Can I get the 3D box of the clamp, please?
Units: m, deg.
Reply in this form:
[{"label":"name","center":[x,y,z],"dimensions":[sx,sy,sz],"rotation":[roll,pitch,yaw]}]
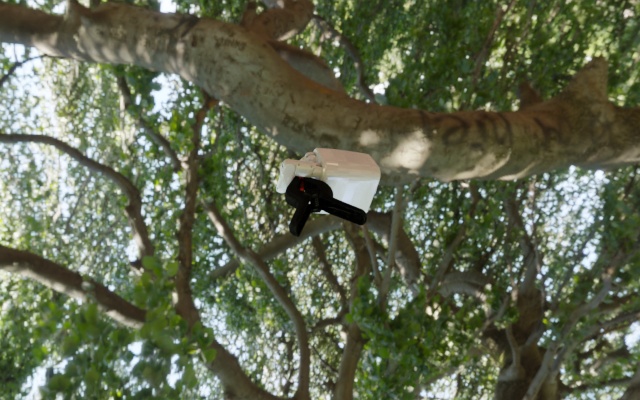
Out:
[{"label":"clamp","center":[0.000,0.003,0.764],"dimensions":[0.120,0.039,0.171],"rotation":[0,30,-13]}]
